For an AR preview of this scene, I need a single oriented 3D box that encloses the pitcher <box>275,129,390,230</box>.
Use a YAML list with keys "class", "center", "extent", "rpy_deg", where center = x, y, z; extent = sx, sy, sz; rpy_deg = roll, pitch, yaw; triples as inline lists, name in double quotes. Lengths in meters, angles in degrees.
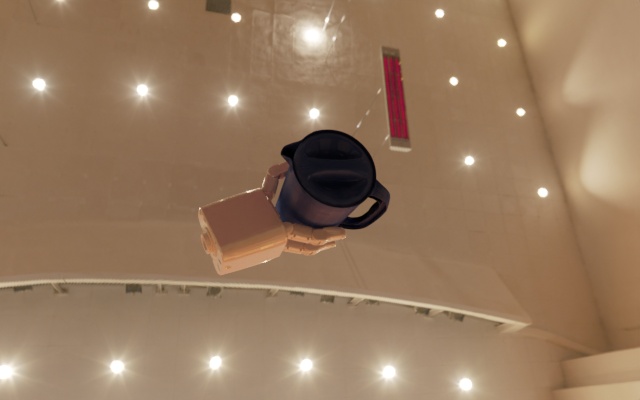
- class: "pitcher"
  center: [0.000, 0.003, 0.811]
  extent: [0.145, 0.149, 0.243]
  rpy_deg: [-20, -17, -25]
